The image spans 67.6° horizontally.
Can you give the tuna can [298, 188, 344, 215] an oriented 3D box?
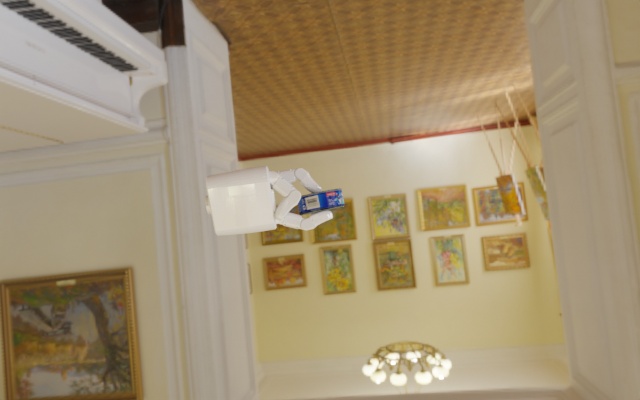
[{"bbox_3d":[0.000,0.003,0.873,0.086,0.034,0.086,-11,-3,-1],"label":"tuna can"}]
